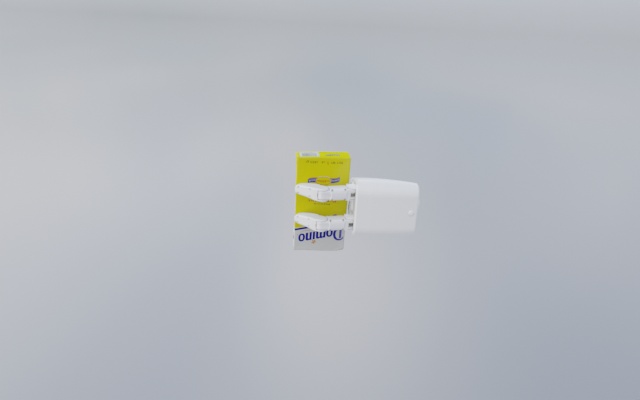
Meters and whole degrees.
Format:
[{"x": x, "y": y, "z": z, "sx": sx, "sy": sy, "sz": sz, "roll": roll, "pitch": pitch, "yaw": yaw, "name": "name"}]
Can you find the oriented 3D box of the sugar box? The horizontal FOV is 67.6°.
[{"x": 0.000, "y": 0.003, "z": 0.839, "sx": 0.093, "sy": 0.176, "sz": 0.048, "roll": 1, "pitch": 21, "yaw": -5, "name": "sugar box"}]
